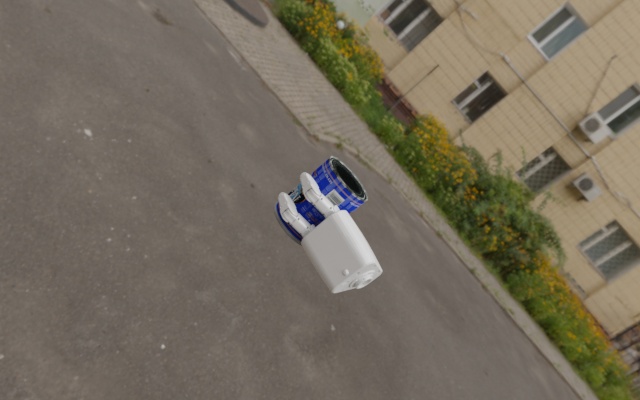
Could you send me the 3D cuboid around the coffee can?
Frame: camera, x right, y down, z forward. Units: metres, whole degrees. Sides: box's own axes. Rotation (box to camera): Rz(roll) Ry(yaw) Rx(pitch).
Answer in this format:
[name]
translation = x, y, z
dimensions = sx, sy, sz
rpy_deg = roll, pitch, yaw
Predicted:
[coffee can]
translation = 0.000, 0.003, 0.867
dimensions = 0.140, 0.102, 0.103
rpy_deg = -40, -15, 18
